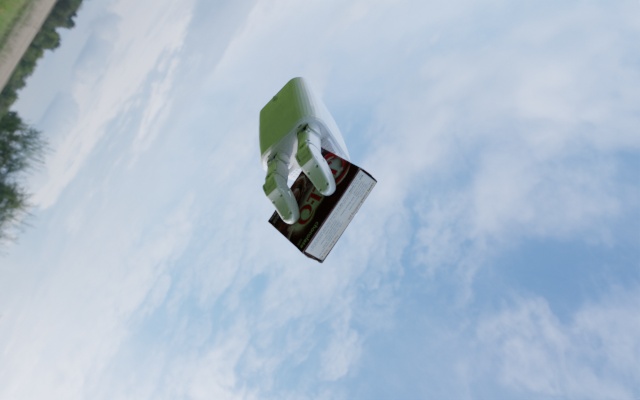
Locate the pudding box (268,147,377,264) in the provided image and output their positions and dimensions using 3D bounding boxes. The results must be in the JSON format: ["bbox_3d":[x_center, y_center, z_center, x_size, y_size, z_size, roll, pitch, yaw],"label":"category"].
[{"bbox_3d":[0.000,0.002,0.544,0.039,0.113,0.090,31,2,-36],"label":"pudding box"}]
